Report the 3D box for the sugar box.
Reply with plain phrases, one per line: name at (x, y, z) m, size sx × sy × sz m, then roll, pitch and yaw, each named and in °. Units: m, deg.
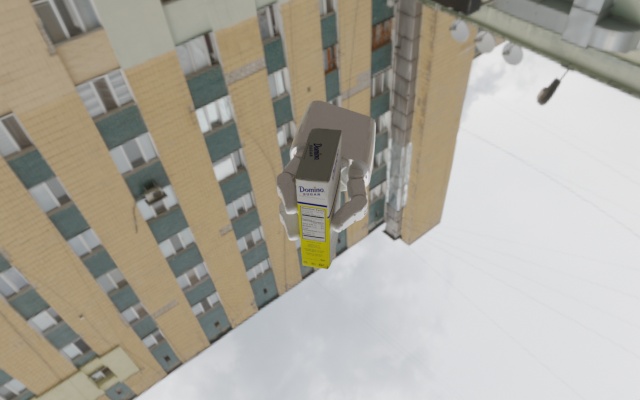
sugar box at (0.000, 0.002, 0.622) m, size 0.048 × 0.093 × 0.176 m, roll 6°, pitch -42°, yaw 10°
